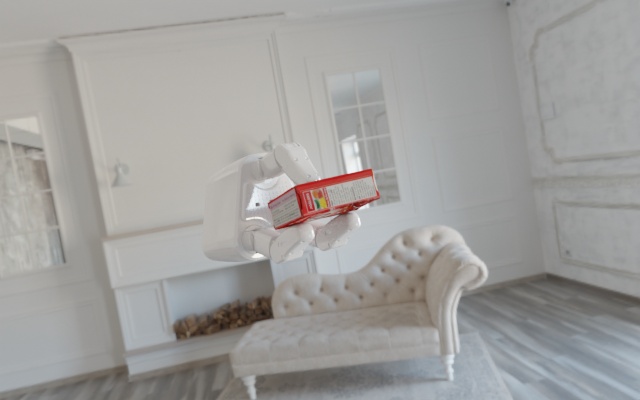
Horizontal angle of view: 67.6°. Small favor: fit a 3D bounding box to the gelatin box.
[{"bbox_3d":[0.000,0.001,0.429,0.073,0.030,0.089,-13,-6,-23],"label":"gelatin box"}]
